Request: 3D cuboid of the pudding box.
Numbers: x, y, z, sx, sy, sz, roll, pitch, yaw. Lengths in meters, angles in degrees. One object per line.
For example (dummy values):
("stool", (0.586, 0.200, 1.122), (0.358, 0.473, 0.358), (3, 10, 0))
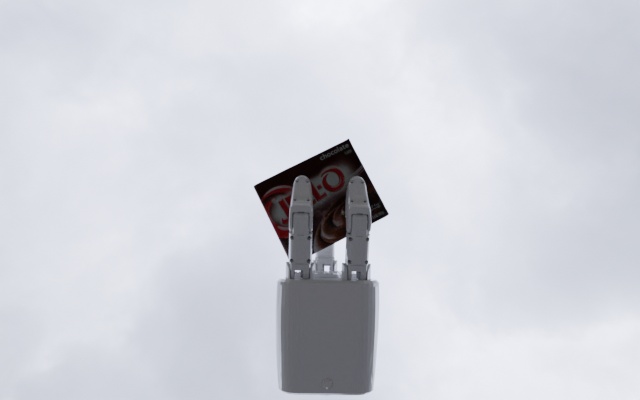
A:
("pudding box", (0.000, 0.002, 0.499), (0.113, 0.090, 0.039), (-27, -5, -5))
